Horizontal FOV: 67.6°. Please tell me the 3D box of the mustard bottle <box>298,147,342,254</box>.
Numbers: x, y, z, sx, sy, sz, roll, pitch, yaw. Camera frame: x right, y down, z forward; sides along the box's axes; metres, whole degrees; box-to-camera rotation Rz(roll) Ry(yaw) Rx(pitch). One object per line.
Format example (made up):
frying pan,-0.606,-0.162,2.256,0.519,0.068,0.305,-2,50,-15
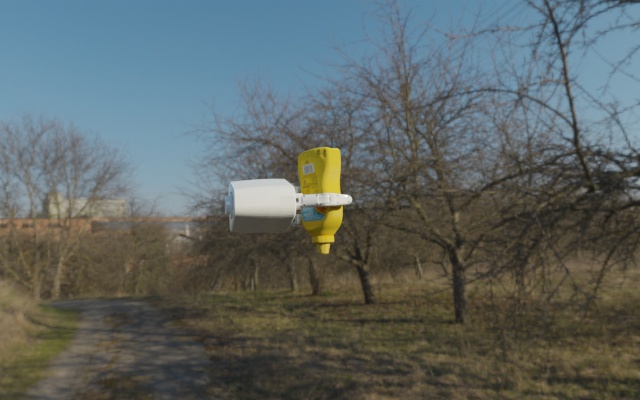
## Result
mustard bottle,0.000,0.003,0.885,0.058,0.191,0.096,1,-7,-40
